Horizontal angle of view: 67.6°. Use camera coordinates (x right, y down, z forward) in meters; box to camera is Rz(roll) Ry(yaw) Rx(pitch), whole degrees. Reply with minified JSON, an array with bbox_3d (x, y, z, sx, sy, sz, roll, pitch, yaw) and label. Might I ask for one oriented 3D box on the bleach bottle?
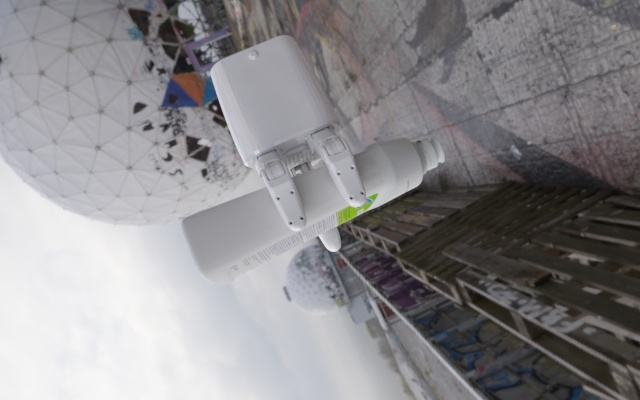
[{"bbox_3d":[0.000,0.002,0.466,0.251,0.068,0.102,-23,-12,-4],"label":"bleach bottle"}]
